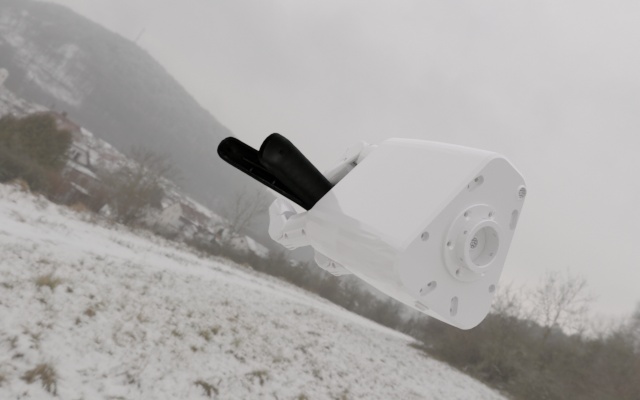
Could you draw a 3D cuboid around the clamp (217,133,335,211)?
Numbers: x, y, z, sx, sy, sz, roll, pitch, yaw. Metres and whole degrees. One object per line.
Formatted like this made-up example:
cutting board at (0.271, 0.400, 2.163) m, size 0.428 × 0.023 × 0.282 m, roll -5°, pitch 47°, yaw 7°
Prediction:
clamp at (0.001, 0.001, 0.440) m, size 0.210 × 0.036 × 0.164 m, roll 36°, pitch -7°, yaw -29°
